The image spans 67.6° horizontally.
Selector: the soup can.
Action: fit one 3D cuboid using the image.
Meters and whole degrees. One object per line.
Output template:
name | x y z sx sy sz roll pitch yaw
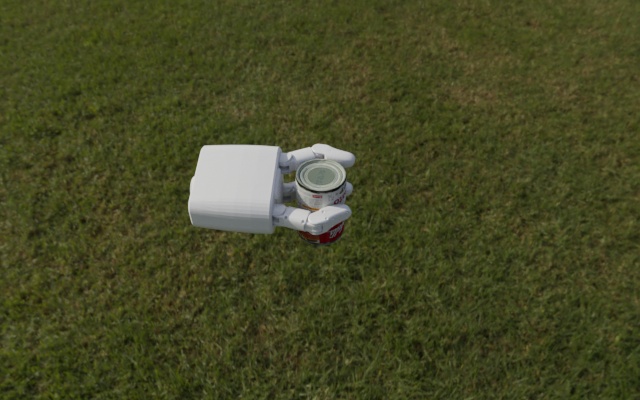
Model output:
soup can | 0.001 0.002 0.646 0.068 0.102 0.068 0 44 0
